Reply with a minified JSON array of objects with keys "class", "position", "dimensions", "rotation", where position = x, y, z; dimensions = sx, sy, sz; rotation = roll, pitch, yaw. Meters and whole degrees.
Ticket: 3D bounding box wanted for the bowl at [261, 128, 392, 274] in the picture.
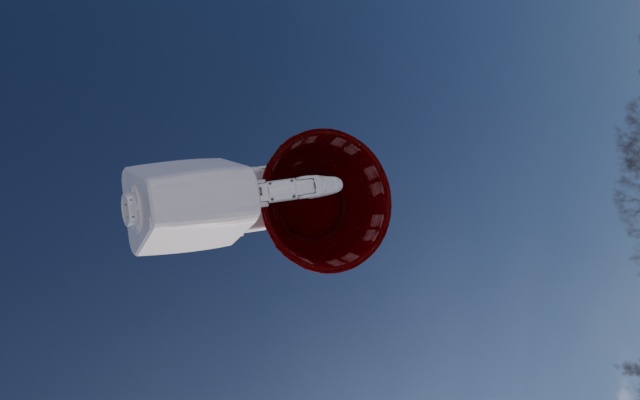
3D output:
[{"class":"bowl","position":[0.001,0.002,0.551],"dimensions":[0.162,0.162,0.055],"rotation":[0,-5,-24]}]
